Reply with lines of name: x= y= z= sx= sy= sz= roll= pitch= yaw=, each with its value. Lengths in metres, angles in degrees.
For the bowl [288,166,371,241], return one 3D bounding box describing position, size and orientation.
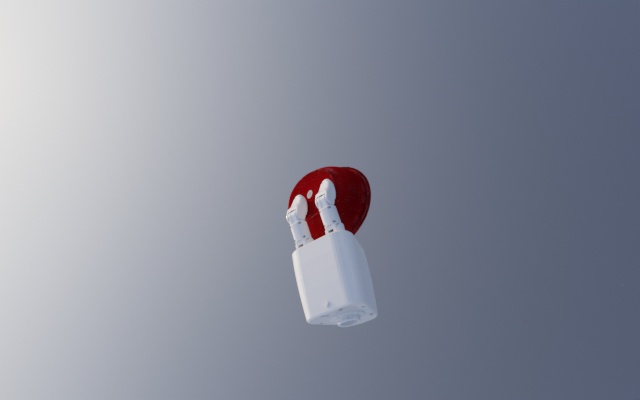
bowl: x=-0.001 y=0.001 z=0.777 sx=0.162 sy=0.162 sz=0.055 roll=0 pitch=-28 yaw=43
